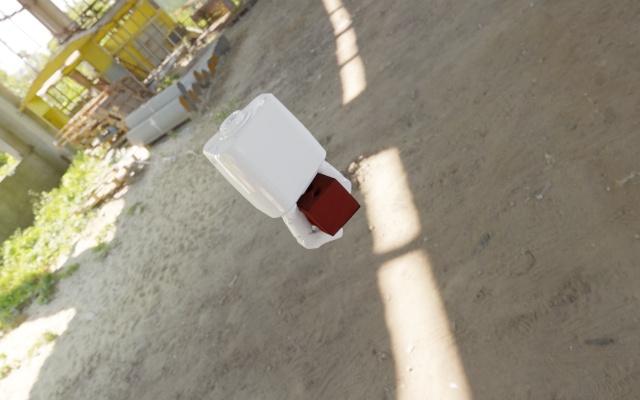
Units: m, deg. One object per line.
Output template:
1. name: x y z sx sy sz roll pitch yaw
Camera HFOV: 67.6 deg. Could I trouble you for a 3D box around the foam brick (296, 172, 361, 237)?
1. foam brick: 0.000 0.002 0.595 0.051 0.053 0.078 47 -12 -27
